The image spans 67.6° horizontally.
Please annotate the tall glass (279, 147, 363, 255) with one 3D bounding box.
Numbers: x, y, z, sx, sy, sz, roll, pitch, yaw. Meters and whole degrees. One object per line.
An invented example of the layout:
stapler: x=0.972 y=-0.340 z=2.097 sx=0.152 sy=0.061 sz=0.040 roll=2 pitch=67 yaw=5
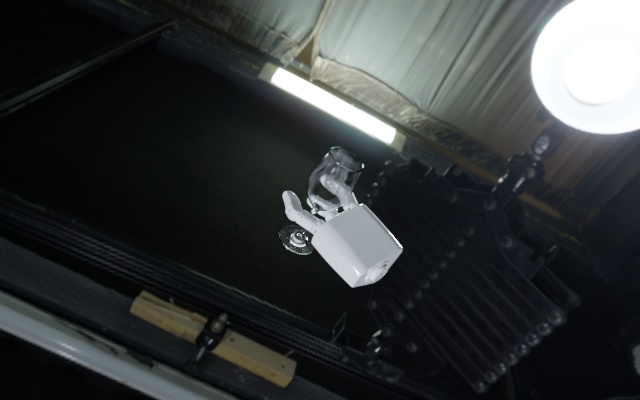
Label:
tall glass: x=0.000 y=0.003 z=0.834 sx=0.079 sy=0.201 sz=0.079 roll=21 pitch=35 yaw=-15
